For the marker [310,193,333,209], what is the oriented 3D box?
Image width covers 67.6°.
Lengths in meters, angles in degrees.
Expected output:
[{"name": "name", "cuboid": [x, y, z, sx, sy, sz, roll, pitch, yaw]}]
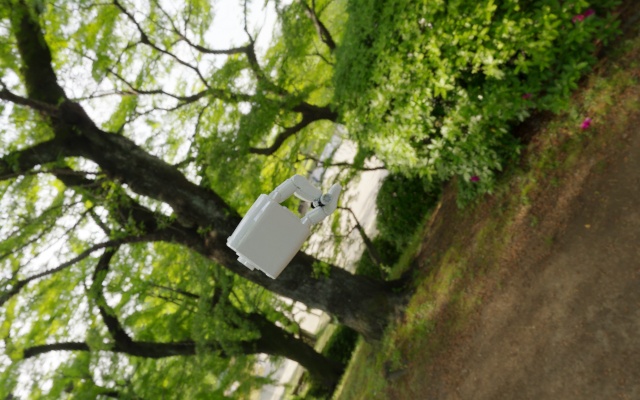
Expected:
[{"name": "marker", "cuboid": [0.000, 0.003, 0.864, 0.020, 0.020, 0.121, 0, -6, -11]}]
